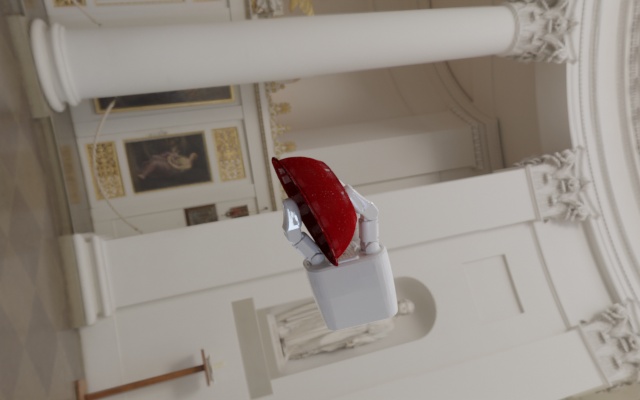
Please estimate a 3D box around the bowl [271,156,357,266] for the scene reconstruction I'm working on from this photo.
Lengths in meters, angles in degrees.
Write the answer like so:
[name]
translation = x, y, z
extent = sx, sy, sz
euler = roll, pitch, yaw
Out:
[bowl]
translation = 0.000, 0.001, 0.613
extent = 0.055, 0.162, 0.162
euler = -31, 5, -8
